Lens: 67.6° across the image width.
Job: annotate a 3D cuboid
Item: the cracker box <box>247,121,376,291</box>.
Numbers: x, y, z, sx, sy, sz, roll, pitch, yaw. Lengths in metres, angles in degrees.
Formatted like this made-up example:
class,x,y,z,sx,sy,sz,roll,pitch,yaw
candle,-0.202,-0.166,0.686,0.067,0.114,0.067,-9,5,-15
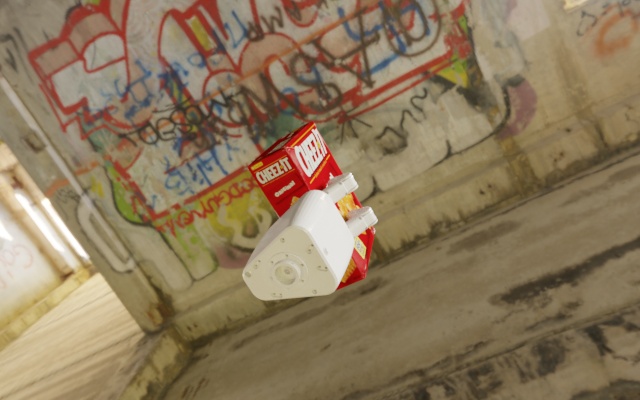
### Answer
class,x,y,z,sx,sy,sz,roll,pitch,yaw
cracker box,0.000,0.003,0.711,0.072,0.214,0.164,-26,14,20
